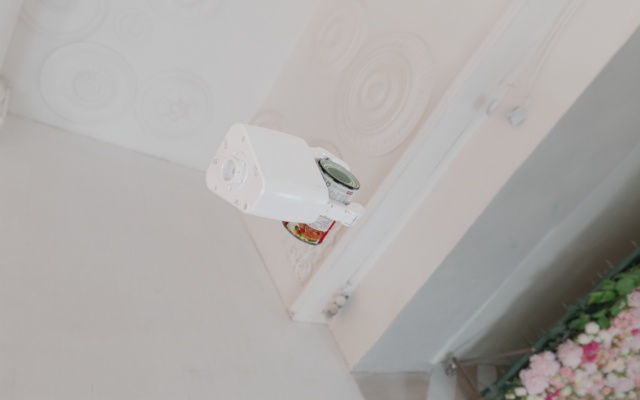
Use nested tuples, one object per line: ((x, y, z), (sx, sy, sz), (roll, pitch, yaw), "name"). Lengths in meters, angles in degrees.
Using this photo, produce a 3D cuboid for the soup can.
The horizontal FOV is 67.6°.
((0.001, 0.002, 0.660), (0.068, 0.102, 0.068), (29, 21, -12), "soup can")
